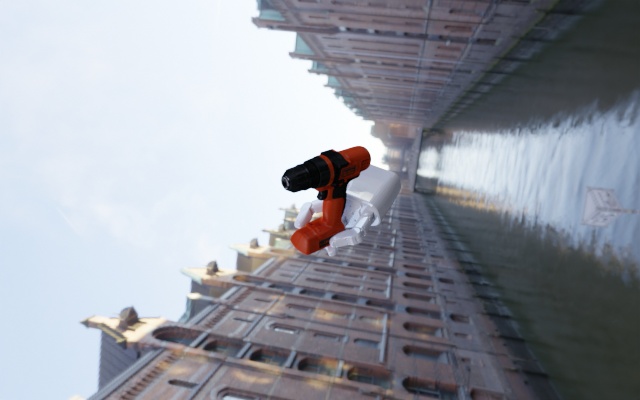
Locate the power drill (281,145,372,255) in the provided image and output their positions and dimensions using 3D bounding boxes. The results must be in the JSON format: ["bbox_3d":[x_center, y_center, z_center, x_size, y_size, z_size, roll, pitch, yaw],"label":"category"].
[{"bbox_3d":[0.000,0.003,0.818,0.184,0.188,0.057,-20,48,-37],"label":"power drill"}]
